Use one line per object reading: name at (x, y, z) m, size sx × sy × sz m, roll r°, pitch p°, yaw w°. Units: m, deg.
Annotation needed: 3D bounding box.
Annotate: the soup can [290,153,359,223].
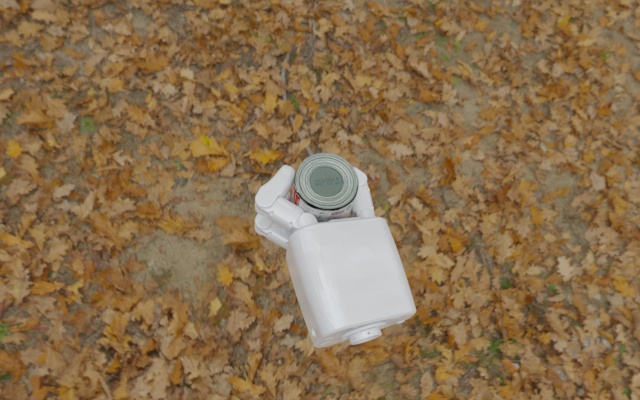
soup can at (0.000, 0.001, 0.525) m, size 0.068 × 0.068 × 0.102 m, roll 0°, pitch -26°, yaw -8°
